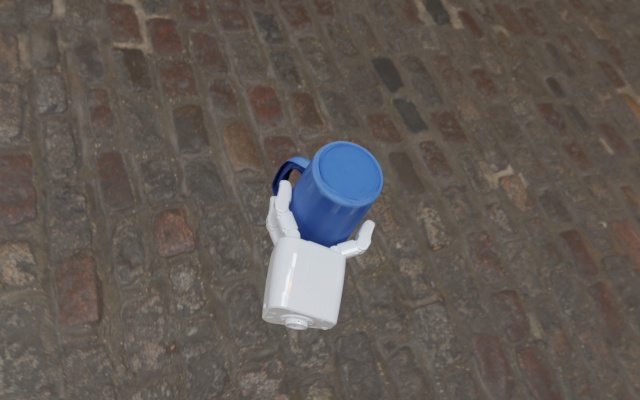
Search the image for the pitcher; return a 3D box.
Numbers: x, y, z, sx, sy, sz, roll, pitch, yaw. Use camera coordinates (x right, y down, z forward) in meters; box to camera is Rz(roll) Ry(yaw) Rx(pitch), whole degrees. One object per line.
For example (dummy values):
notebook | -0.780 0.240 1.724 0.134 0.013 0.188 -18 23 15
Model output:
pitcher | 0.000 0.003 0.773 0.149 0.145 0.243 13 -29 -11
